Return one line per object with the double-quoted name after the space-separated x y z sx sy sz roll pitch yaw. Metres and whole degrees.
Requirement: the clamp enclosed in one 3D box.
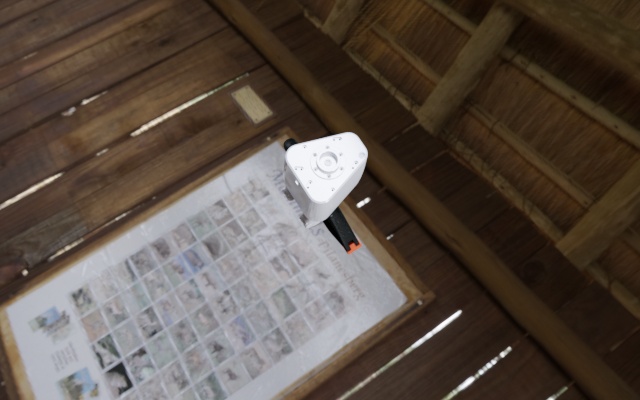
0.001 0.003 0.838 0.036 0.210 0.164 -32 -10 -9 "clamp"
